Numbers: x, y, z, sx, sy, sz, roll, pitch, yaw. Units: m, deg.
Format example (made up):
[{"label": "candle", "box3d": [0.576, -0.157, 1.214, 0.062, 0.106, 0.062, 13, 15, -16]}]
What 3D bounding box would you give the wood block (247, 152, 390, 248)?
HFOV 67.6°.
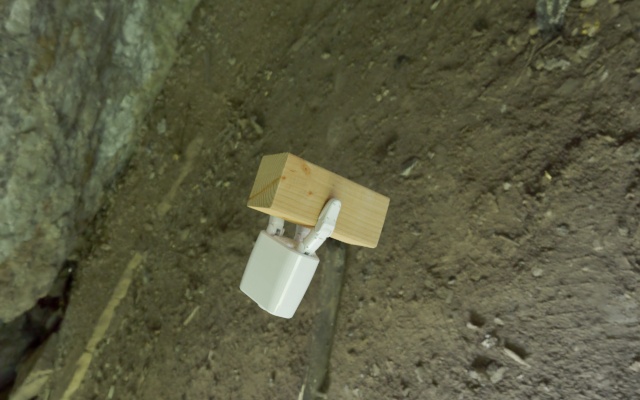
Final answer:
[{"label": "wood block", "box3d": [0.000, 0.003, 0.782, 0.206, 0.090, 0.091, 22, -10, -30]}]
